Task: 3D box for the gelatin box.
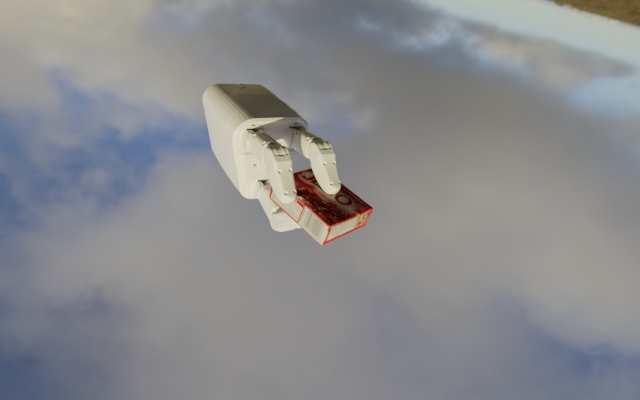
[{"bbox_3d":[0.000,0.002,0.517,0.089,0.030,0.073,41,38,27],"label":"gelatin box"}]
